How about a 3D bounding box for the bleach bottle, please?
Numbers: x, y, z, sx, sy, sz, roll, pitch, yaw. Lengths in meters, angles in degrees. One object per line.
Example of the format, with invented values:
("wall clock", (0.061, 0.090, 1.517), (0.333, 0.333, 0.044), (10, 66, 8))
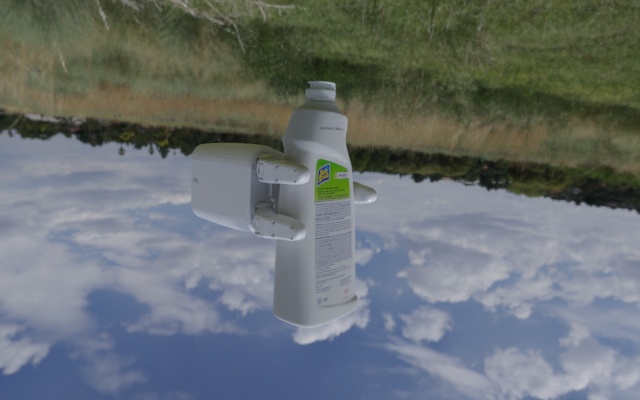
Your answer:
("bleach bottle", (0.000, 0.002, 0.516), (0.068, 0.251, 0.102), (10, 11, 38))
